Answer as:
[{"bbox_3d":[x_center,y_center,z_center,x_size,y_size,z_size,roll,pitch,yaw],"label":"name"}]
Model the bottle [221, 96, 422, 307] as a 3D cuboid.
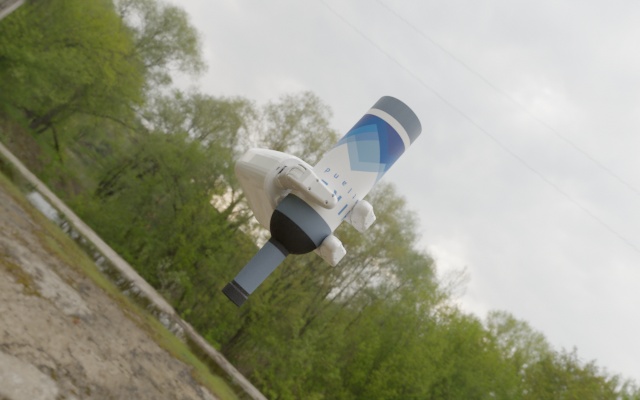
[{"bbox_3d":[0.000,0.002,0.549,0.069,0.295,0.069,40,-14,12],"label":"bottle"}]
